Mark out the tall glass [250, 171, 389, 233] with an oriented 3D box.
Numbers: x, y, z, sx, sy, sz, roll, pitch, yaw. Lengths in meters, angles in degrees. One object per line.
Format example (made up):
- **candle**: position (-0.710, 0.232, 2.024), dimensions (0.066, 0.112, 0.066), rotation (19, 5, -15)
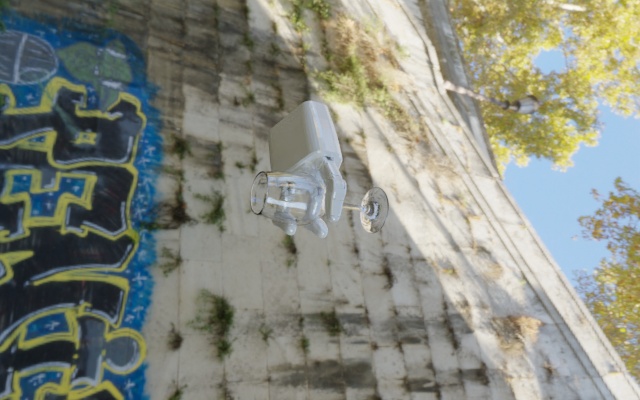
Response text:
- **tall glass**: position (0.001, 0.003, 0.710), dimensions (0.201, 0.079, 0.079), rotation (8, -4, -30)
